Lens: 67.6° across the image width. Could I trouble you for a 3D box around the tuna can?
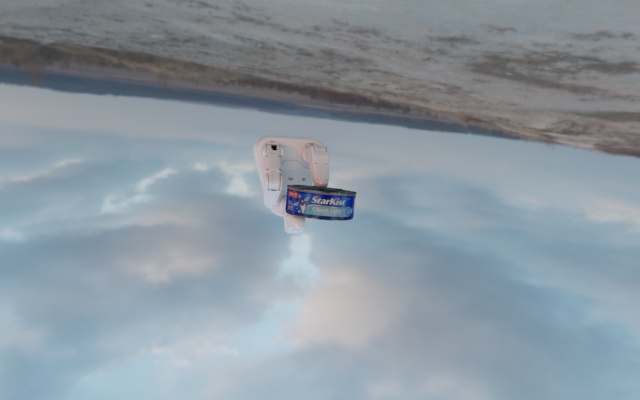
[{"bbox_3d":[0.000,0.002,0.584,0.086,0.034,0.086,6,5,-1],"label":"tuna can"}]
